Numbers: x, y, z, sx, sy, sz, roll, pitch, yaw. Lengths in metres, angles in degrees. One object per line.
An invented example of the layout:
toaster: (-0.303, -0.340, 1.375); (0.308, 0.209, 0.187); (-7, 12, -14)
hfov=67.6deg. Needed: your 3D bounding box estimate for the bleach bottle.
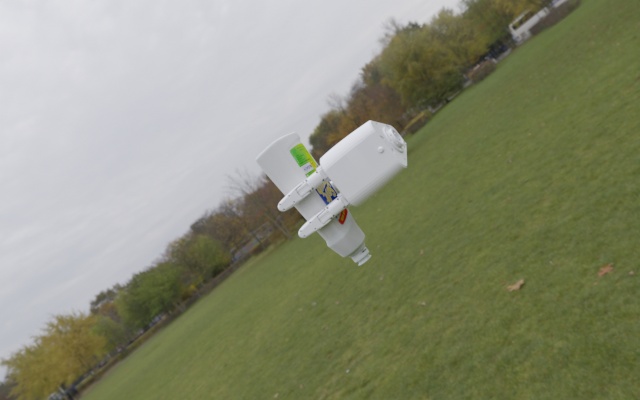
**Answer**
bleach bottle: (0.000, 0.003, 0.821); (0.068, 0.251, 0.102); (-38, 1, 26)
